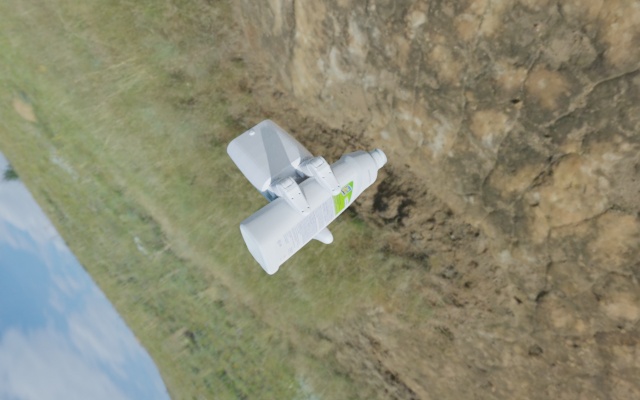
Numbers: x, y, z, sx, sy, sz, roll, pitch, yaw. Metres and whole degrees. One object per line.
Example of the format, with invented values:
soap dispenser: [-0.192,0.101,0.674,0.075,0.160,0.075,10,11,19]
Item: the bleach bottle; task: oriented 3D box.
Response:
bleach bottle: [0.000,0.002,0.733,0.251,0.068,0.103,-36,-28,-18]
